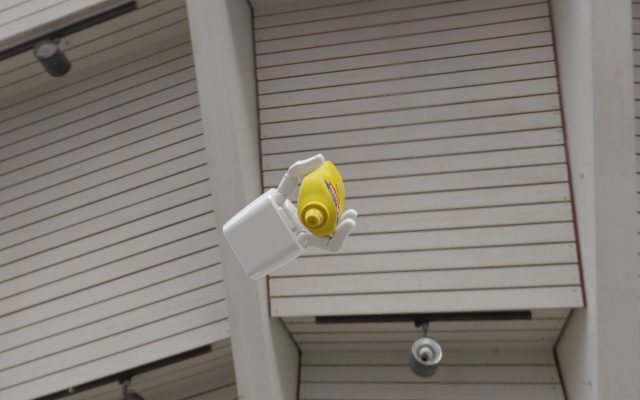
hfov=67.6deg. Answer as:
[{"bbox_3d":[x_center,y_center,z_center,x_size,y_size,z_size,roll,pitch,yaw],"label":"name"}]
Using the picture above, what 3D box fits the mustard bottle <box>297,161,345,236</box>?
[{"bbox_3d":[0.000,0.002,0.754,0.058,0.096,0.191,-9,15,11],"label":"mustard bottle"}]
